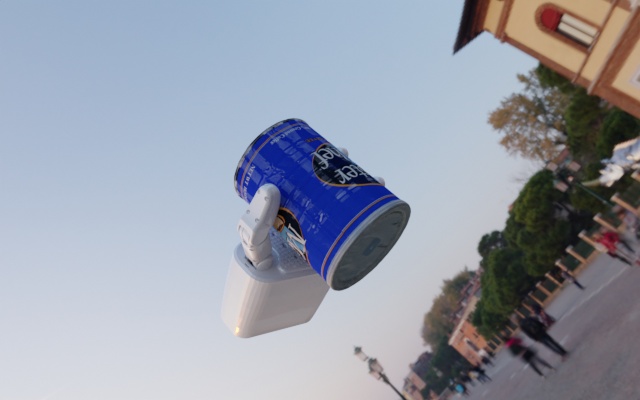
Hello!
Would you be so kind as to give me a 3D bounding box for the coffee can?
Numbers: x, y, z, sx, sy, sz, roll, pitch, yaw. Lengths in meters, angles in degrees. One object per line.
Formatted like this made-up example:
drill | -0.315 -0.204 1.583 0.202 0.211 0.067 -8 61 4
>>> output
coffee can | 0.000 0.001 0.458 0.140 0.103 0.103 42 21 25
